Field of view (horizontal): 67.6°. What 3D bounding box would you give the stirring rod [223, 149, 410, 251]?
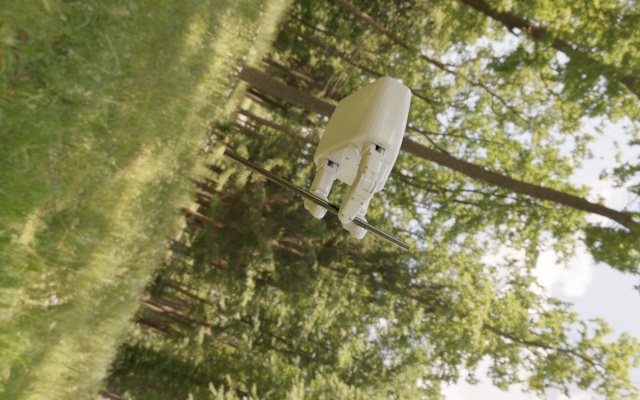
[{"bbox_3d":[0.000,0.002,0.541,0.239,0.011,0.011,28,-6,-12],"label":"stirring rod"}]
